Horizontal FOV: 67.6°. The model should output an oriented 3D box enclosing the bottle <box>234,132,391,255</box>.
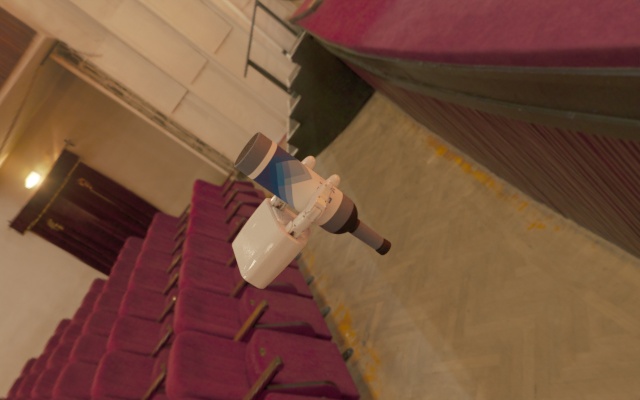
[{"bbox_3d":[0.000,0.002,0.777,0.296,0.069,0.069,36,-13,-19],"label":"bottle"}]
